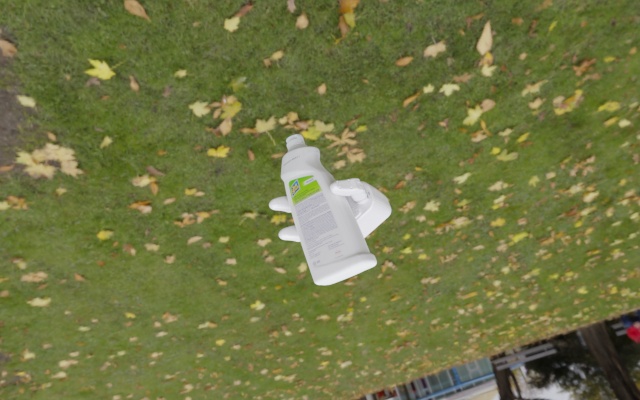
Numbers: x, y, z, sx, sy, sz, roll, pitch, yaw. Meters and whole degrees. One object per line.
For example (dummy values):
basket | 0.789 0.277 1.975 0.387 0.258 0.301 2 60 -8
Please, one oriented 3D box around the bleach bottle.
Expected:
bleach bottle | 0.000 0.003 0.771 0.102 0.250 0.068 -26 -21 20
